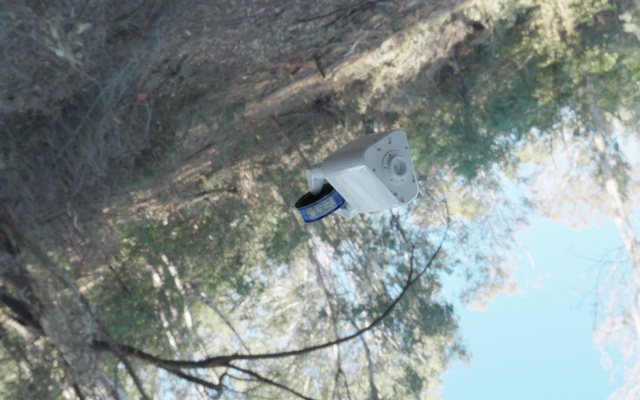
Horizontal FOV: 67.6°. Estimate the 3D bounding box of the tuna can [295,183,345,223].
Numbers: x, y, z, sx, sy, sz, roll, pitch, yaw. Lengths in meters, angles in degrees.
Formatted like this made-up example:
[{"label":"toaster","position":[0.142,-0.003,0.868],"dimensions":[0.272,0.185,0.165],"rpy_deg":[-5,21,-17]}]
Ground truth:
[{"label":"tuna can","position":[0.000,0.003,0.832],"dimensions":[0.086,0.034,0.086],"rpy_deg":[-27,15,8]}]
